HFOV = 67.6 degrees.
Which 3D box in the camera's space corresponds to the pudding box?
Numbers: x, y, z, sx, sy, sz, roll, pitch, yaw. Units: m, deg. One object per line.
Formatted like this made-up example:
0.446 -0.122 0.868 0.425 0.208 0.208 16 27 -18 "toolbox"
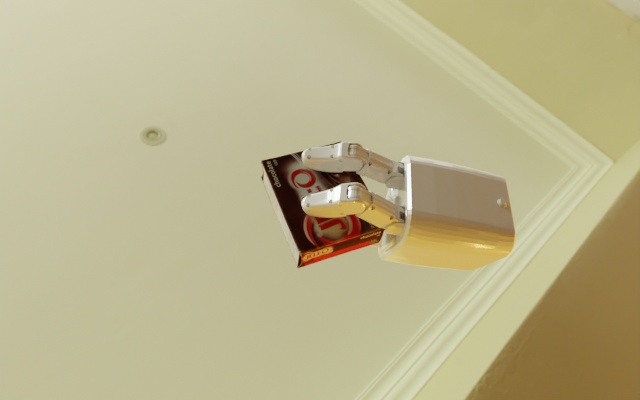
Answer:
0.000 0.002 0.475 0.090 0.113 0.039 -15 -32 -19 "pudding box"
